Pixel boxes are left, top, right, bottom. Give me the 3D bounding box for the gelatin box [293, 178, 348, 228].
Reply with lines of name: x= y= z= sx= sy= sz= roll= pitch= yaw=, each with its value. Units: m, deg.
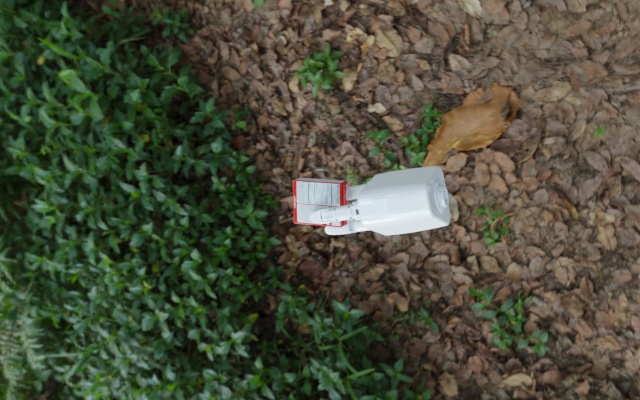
gelatin box: x=0.000 y=0.003 z=0.776 sx=0.089 sy=0.073 sz=0.030 roll=4 pitch=13 yaw=23
